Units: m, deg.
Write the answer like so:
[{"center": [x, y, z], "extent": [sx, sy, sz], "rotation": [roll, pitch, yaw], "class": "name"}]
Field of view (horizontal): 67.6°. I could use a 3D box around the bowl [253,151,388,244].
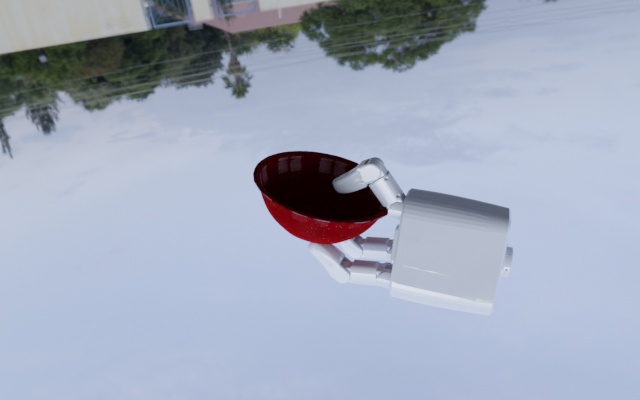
[{"center": [-0.001, 0.002, 0.549], "extent": [0.162, 0.055, 0.162], "rotation": [10, 30, -6], "class": "bowl"}]
